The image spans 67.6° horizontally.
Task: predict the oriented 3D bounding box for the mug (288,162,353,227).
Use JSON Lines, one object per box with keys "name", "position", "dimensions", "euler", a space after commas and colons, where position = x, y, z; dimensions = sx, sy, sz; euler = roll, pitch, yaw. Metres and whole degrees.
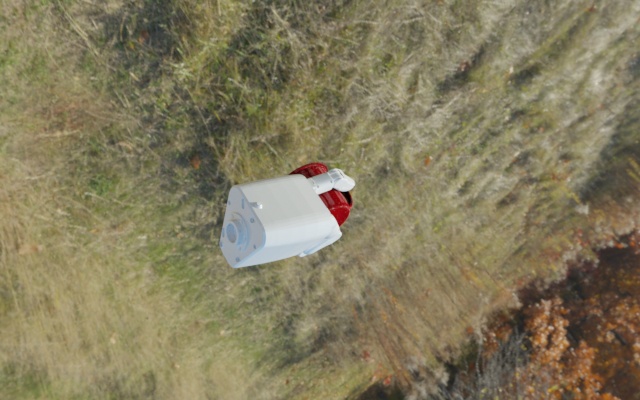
{"name": "mug", "position": [0.001, 0.002, 0.723], "dimensions": [0.117, 0.081, 0.093], "euler": [-10, -34, -40]}
